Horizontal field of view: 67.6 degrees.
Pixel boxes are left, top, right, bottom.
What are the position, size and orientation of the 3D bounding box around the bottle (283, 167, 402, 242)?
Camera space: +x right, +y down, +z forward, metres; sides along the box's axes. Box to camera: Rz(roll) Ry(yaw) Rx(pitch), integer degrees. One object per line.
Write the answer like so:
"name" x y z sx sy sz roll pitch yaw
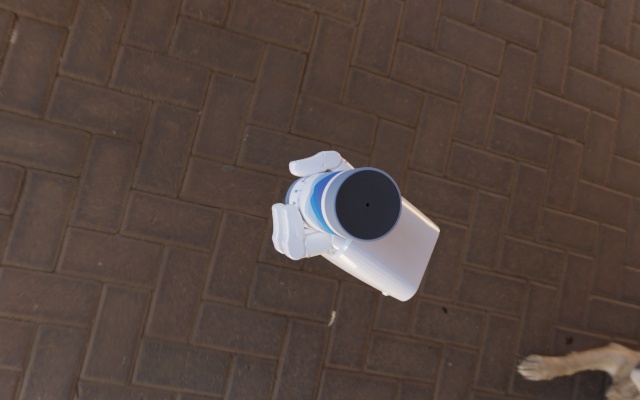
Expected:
"bottle" 0.000 0.002 0.561 0.069 0.069 0.295 0 1 -17
